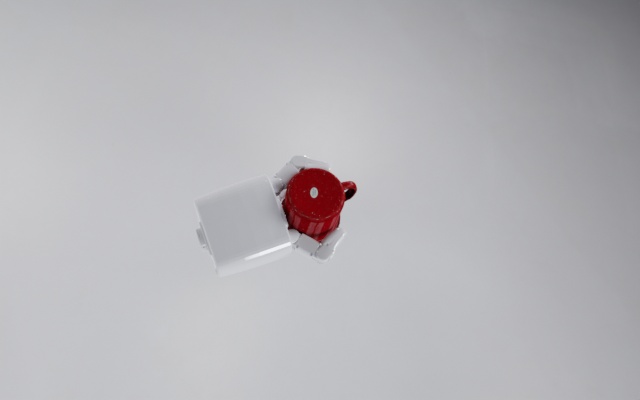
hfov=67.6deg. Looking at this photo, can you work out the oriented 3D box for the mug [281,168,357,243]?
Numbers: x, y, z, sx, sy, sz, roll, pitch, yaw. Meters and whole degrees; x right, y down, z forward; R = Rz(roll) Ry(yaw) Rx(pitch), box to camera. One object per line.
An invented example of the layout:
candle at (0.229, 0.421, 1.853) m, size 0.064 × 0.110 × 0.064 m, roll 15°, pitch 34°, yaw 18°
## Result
mug at (0.001, 0.002, 0.681) m, size 0.117 × 0.093 × 0.081 m, roll -19°, pitch -19°, yaw -16°
